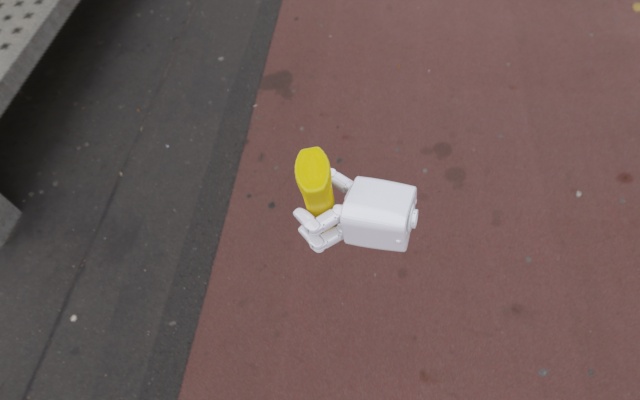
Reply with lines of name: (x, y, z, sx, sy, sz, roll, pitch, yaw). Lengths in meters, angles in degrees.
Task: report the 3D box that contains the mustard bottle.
mustard bottle: (0.000, 0.003, 0.830, 0.058, 0.096, 0.192, -11, -37, 2)
